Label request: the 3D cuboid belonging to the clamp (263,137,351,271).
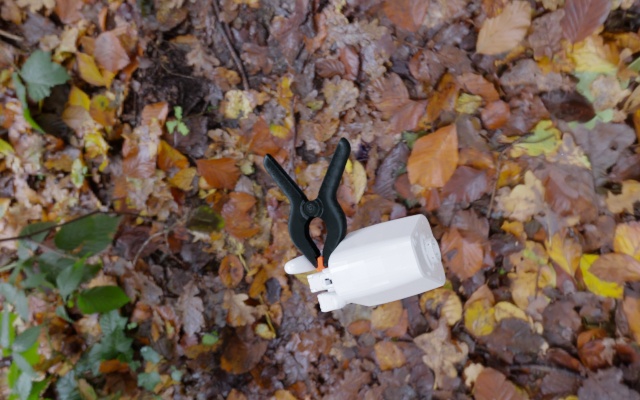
[{"bbox_3d":[0.000,0.002,0.620,0.120,0.171,0.039,-20,-4,22],"label":"clamp"}]
